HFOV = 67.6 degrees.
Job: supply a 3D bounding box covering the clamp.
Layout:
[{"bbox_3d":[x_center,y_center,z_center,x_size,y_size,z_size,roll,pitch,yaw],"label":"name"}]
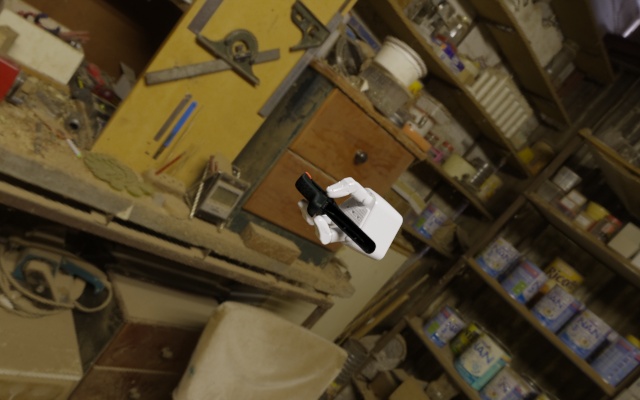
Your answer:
[{"bbox_3d":[0.001,0.002,0.851,0.165,0.036,0.210,35,10,-44],"label":"clamp"}]
